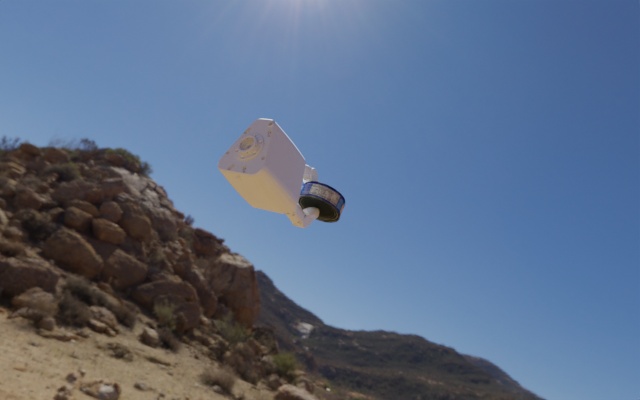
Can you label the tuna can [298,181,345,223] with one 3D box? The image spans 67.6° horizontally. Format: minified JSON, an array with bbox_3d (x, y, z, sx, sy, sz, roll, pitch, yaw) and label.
[{"bbox_3d":[0.000,0.002,0.849,0.086,0.033,0.086,20,-26,10],"label":"tuna can"}]
